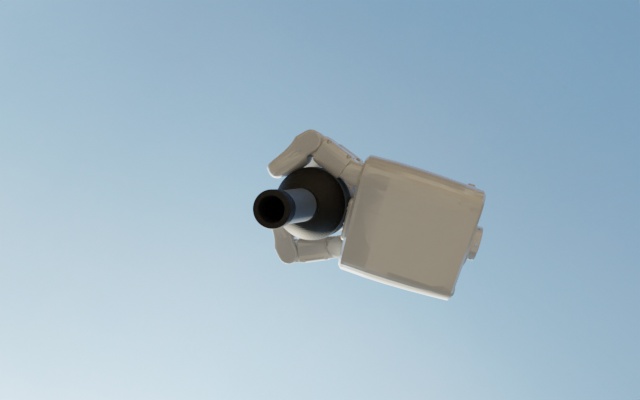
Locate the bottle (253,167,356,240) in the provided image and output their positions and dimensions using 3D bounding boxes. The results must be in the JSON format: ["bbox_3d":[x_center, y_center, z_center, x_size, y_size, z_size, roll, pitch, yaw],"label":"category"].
[{"bbox_3d":[0.000,0.002,0.467,0.069,0.069,0.295,0,2,13],"label":"bottle"}]
